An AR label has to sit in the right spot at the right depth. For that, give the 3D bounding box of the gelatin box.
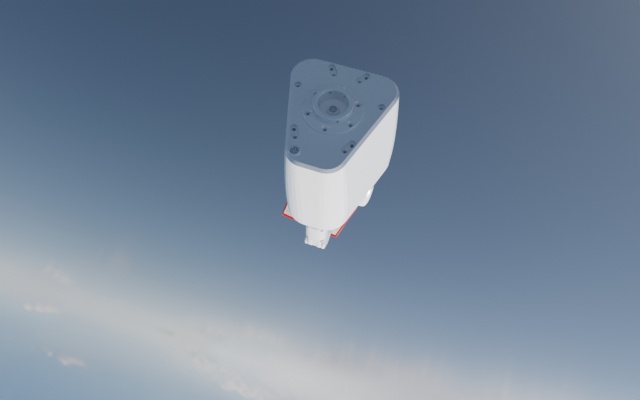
[{"bbox_3d":[0.000,0.002,0.552,0.073,0.030,0.089,22,-29,-3],"label":"gelatin box"}]
